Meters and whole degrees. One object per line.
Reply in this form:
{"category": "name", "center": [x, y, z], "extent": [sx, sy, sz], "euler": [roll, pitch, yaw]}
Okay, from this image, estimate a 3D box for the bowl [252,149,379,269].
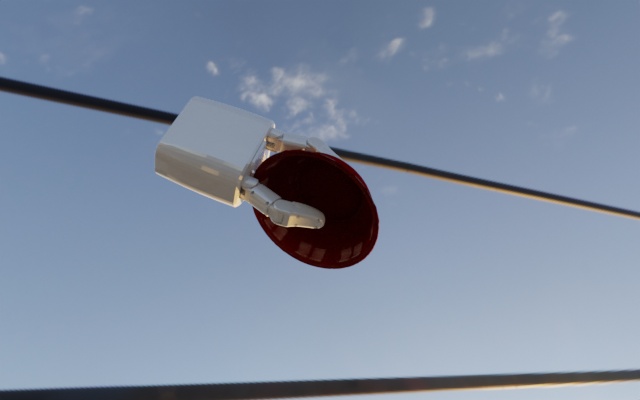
{"category": "bowl", "center": [0.001, 0.002, 0.566], "extent": [0.162, 0.162, 0.055], "euler": [0, 31, 28]}
